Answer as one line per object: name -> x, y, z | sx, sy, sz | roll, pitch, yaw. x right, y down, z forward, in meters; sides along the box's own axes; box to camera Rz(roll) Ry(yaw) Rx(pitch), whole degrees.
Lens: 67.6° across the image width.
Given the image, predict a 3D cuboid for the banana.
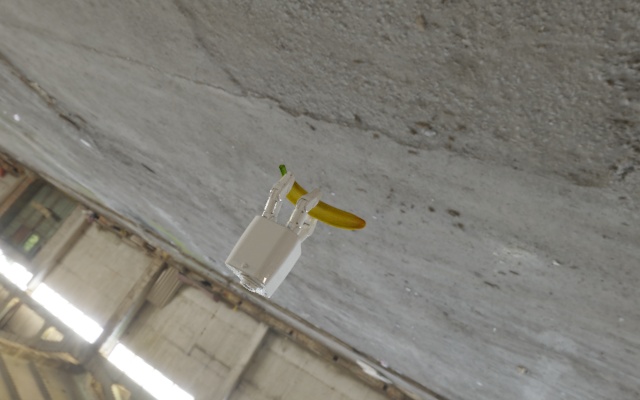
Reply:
banana -> -0.006, 0.009, 0.914 | 0.198, 0.037, 0.070 | 33, -26, 5
